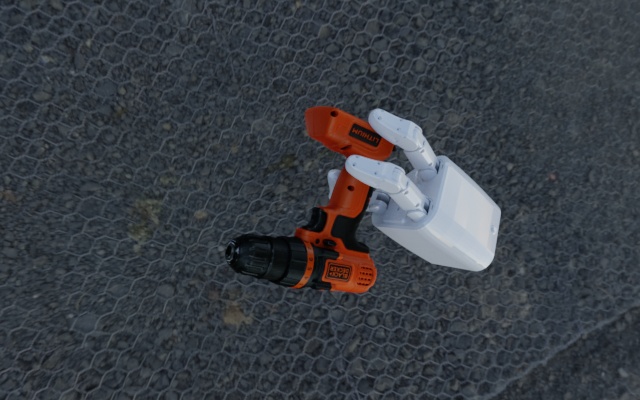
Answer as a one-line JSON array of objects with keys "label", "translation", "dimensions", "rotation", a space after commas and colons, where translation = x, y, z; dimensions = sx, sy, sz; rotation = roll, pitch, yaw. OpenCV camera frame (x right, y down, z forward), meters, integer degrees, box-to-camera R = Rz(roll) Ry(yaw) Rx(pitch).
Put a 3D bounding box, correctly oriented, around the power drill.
[{"label": "power drill", "translation": [0.000, 0.001, 0.504], "dimensions": [0.184, 0.187, 0.057], "rotation": [16, -2, -39]}]
